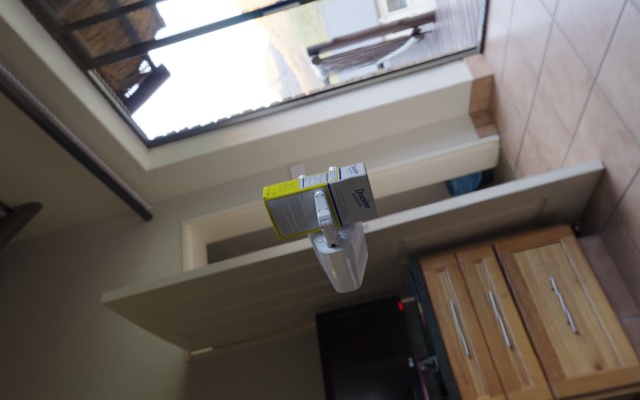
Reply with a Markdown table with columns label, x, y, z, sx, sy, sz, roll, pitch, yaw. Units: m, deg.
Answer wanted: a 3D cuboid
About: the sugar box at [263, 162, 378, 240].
| label | x | y | z | sx | sy | sz | roll | pitch | yaw |
| --- | --- | --- | --- | --- | --- | --- | --- | --- | --- |
| sugar box | 0.000 | 0.002 | 0.804 | 0.176 | 0.093 | 0.048 | -14 | 34 | 6 |
